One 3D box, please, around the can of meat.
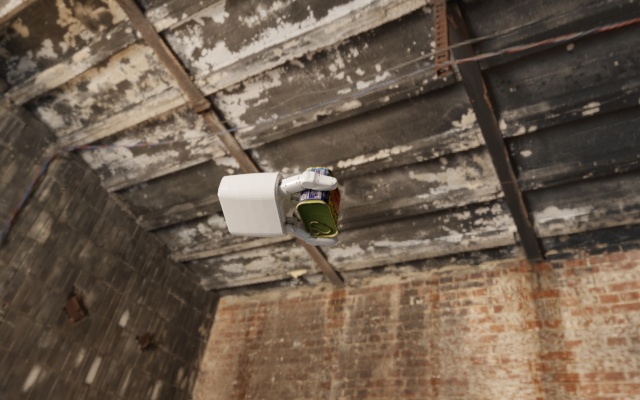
[{"bbox_3d":[0.000,0.002,0.841,0.057,0.084,0.102,-4,-40,15],"label":"can of meat"}]
